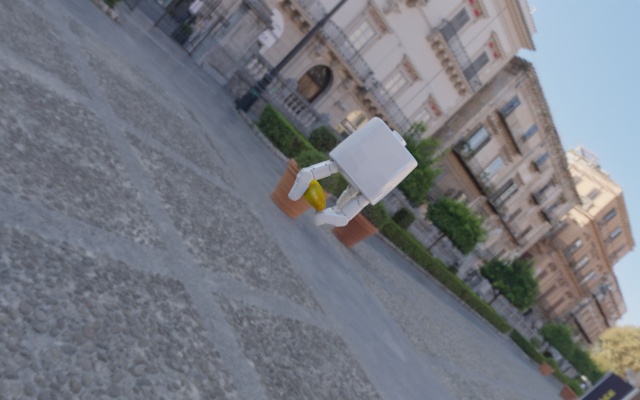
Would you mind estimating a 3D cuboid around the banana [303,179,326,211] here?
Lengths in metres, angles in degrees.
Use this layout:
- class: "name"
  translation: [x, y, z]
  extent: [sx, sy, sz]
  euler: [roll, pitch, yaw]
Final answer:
- class: "banana"
  translation: [-0.011, -0.012, 0.884]
  extent: [0.037, 0.069, 0.198]
  euler: [-37, -3, 0]
